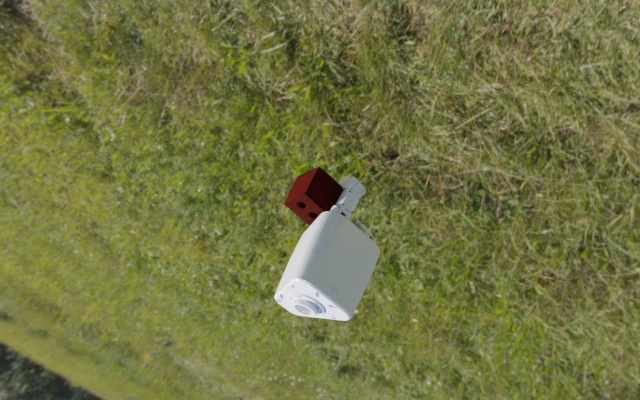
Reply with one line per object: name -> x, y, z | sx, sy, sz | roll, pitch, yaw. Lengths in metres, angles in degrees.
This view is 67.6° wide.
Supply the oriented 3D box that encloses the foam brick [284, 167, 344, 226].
foam brick -> 0.000, 0.002, 0.654 | 0.078, 0.051, 0.053 | 41, -35, -20
